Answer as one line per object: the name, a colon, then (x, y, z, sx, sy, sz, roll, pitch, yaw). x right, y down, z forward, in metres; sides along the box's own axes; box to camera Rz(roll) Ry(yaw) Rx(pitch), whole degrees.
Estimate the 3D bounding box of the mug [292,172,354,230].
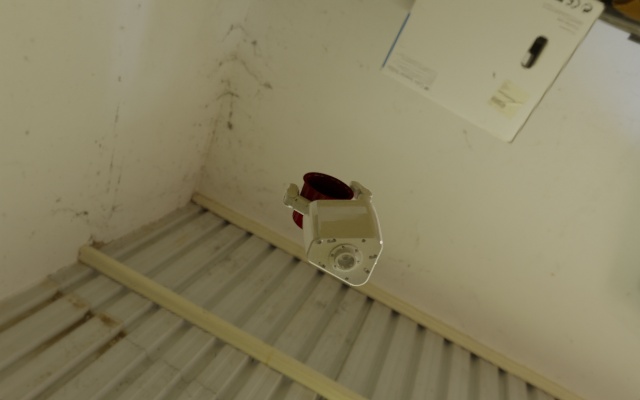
mug: (0.000, 0.002, 0.843, 0.093, 0.081, 0.117, 17, 25, -11)
